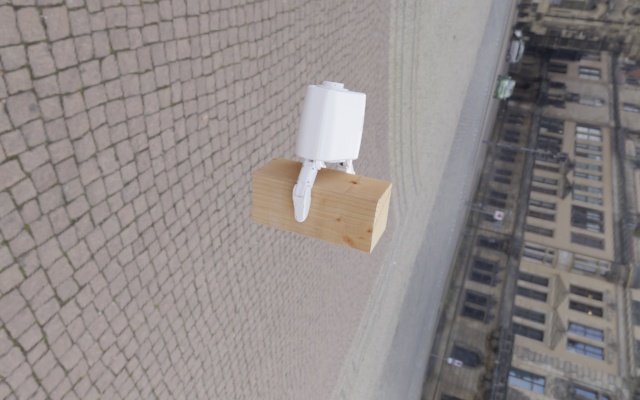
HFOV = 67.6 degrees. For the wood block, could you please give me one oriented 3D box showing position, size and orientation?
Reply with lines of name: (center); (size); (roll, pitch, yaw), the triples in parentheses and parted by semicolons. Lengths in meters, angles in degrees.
wood block: (0.000, 0.002, 0.776); (0.206, 0.090, 0.090); (14, 27, 18)
